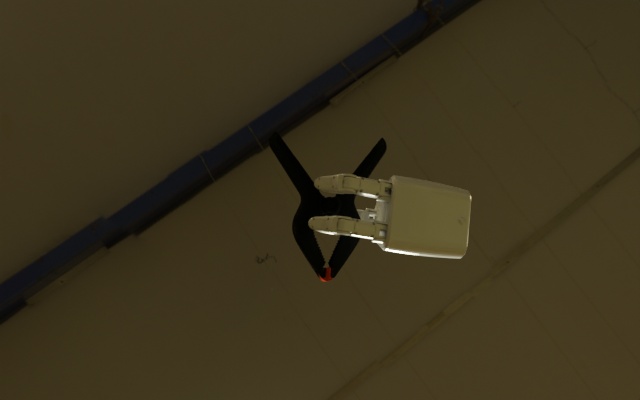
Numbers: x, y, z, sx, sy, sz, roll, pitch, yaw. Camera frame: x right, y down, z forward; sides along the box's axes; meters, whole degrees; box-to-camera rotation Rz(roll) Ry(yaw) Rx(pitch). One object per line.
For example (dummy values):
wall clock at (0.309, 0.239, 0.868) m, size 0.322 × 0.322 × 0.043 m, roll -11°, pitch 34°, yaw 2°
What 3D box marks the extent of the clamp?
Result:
clamp at (0.000, 0.003, 0.651) m, size 0.164 × 0.210 × 0.036 m, roll 9°, pitch -11°, yaw -5°
